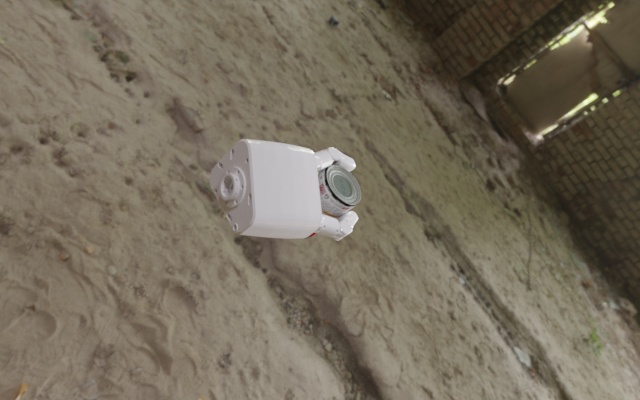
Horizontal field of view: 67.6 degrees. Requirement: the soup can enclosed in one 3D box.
[{"bbox_3d":[0.001,0.002,0.686,0.068,0.068,0.102,0,-29,-47],"label":"soup can"}]
